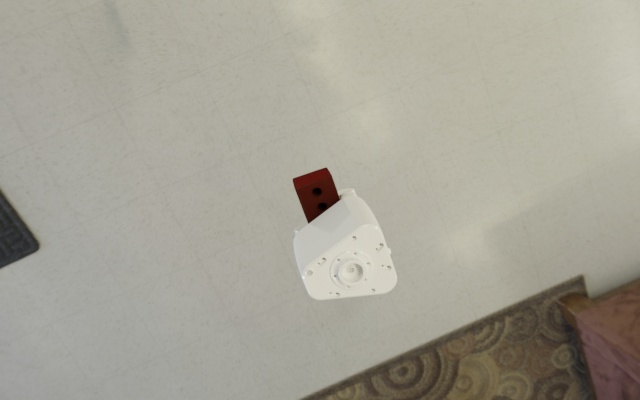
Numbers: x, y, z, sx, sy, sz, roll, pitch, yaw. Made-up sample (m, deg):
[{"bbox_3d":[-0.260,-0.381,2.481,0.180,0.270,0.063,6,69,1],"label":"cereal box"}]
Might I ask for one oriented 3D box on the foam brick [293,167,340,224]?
[{"bbox_3d":[0.000,0.002,0.655,0.053,0.078,0.051,-21,18,0],"label":"foam brick"}]
